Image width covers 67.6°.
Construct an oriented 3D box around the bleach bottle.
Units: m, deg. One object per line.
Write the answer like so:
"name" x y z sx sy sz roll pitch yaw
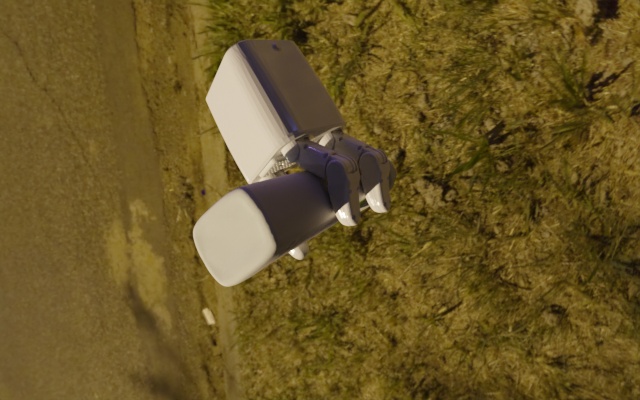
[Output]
"bleach bottle" 0.000 0.002 0.488 0.102 0.068 0.251 -37 -9 39
